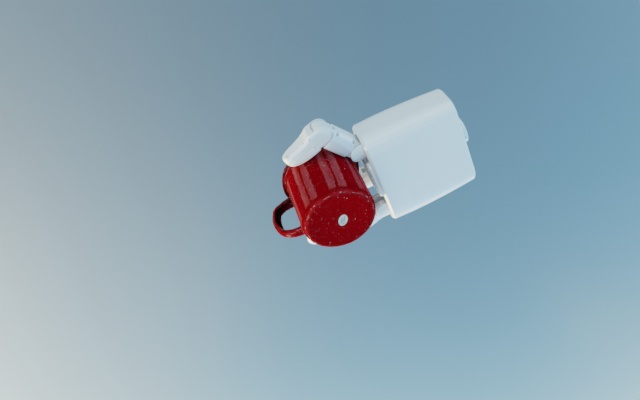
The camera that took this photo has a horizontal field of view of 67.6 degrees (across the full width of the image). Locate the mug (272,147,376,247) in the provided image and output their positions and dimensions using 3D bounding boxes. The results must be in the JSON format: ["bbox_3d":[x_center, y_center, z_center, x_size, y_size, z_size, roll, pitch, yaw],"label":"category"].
[{"bbox_3d":[-0.001,0.002,0.526,0.117,0.093,0.081,-27,42,4],"label":"mug"}]
